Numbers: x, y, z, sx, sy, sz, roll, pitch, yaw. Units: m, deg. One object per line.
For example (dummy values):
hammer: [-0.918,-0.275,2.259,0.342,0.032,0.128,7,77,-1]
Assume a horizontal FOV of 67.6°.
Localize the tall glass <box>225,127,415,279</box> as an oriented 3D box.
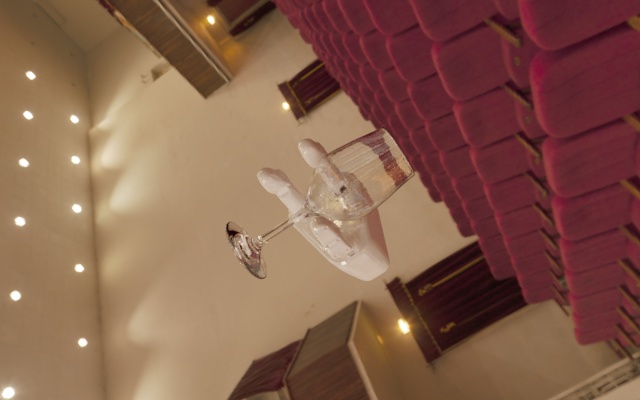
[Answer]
tall glass: [-0.001,0.002,0.516,0.201,0.079,0.079,-33,-6,8]
